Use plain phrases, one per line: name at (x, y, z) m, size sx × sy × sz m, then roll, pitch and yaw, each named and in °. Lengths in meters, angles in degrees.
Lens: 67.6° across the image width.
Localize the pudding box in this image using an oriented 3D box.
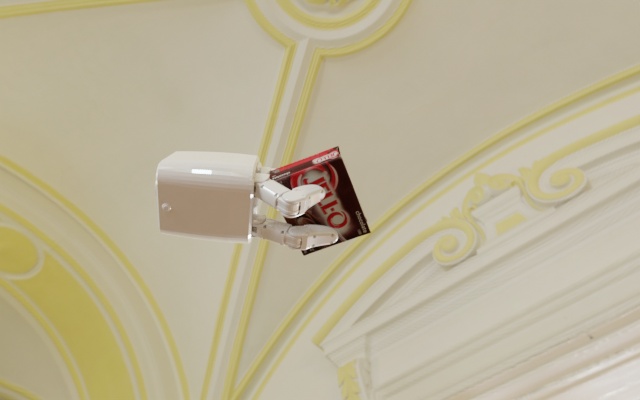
pudding box at (0.000, 0.002, 0.572) m, size 0.090 × 0.113 × 0.039 m, roll -19°, pitch 31°, yaw 9°
